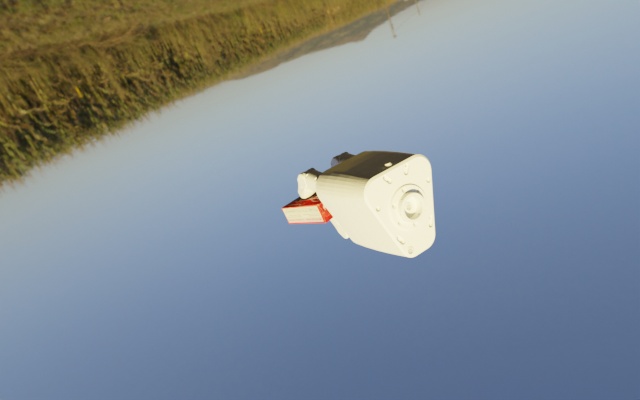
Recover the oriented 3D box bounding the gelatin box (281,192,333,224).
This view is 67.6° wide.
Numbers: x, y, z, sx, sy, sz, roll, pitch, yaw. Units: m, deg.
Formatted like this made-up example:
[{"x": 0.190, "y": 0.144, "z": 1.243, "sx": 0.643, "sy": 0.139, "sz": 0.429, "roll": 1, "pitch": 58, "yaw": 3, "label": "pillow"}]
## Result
[{"x": 0.000, "y": 0.003, "z": 0.666, "sx": 0.073, "sy": 0.030, "sz": 0.089, "roll": -35, "pitch": 17, "yaw": -34, "label": "gelatin box"}]
